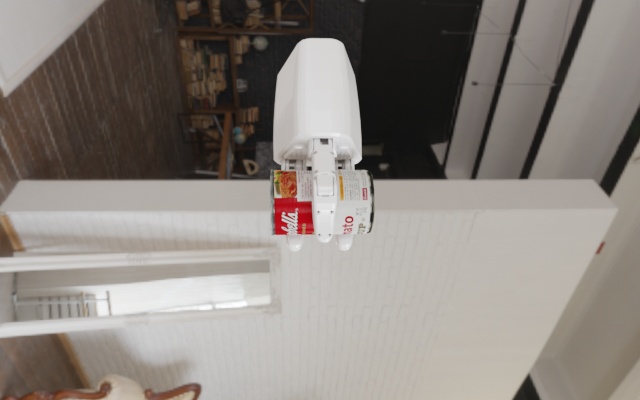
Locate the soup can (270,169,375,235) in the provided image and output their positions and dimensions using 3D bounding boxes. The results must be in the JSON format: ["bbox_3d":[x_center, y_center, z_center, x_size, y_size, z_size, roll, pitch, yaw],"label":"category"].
[{"bbox_3d":[0.000,0.002,0.493,0.102,0.068,0.068,0,0,-4],"label":"soup can"}]
